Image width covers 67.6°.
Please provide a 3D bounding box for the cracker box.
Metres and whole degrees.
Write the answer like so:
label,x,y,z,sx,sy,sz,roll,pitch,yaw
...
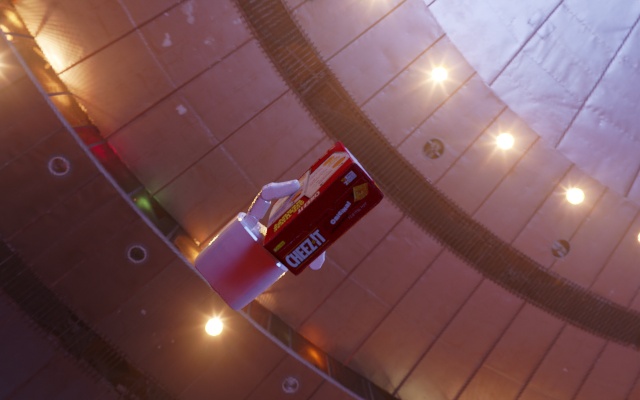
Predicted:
label,x,y,z,sx,sy,sz,roll,pitch,yaw
cracker box,0.000,0.002,0.718,0.164,0.072,0.213,-43,13,8
